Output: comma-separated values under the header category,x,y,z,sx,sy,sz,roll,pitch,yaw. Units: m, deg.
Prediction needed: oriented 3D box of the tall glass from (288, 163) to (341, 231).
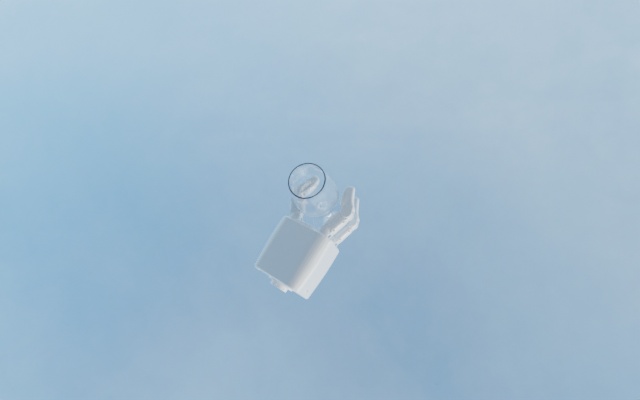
category,x,y,z,sx,sy,sz,roll,pitch,yaw
tall glass,0.000,0.003,0.842,0.079,0.079,0.201,0,-21,14
